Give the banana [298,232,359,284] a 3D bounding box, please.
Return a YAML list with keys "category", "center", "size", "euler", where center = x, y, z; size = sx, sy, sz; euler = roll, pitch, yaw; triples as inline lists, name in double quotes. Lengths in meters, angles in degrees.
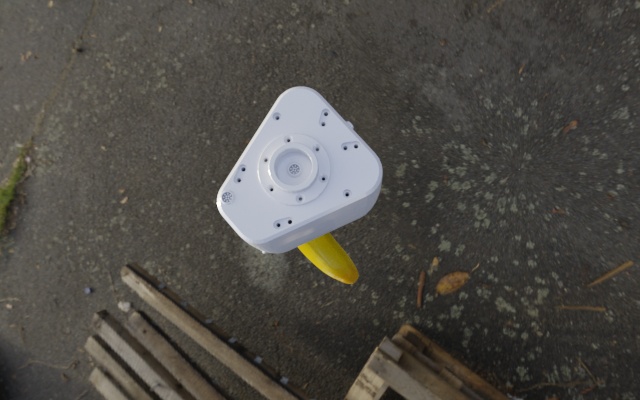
- category: "banana"
  center: [-0.018, 0.003, 0.520]
  size: [0.069, 0.197, 0.037]
  euler: [-14, -12, -24]
